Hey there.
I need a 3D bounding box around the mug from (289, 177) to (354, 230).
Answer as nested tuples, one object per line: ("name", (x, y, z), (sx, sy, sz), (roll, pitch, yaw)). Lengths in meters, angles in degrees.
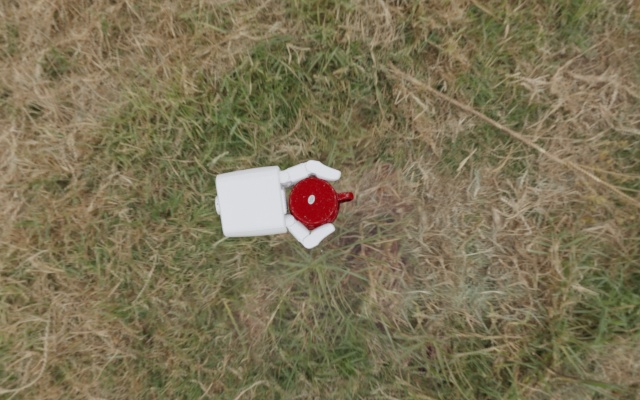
("mug", (0.002, 0.003, 0.829), (0.117, 0.093, 0.081), (-8, -6, 0))
